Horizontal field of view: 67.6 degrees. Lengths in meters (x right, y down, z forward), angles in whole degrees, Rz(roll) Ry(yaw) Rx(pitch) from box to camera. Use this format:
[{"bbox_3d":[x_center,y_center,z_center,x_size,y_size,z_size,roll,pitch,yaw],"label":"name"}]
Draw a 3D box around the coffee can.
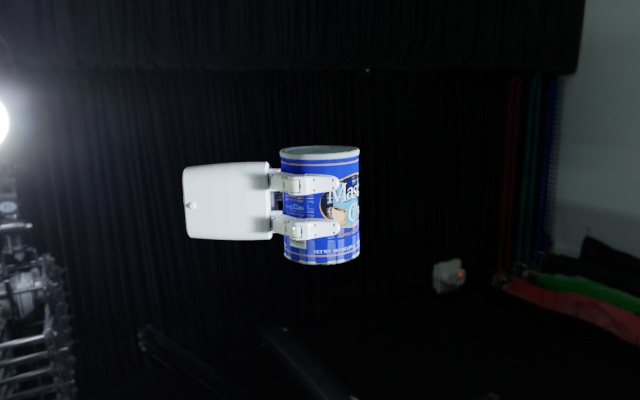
[{"bbox_3d":[0.000,0.002,0.632,0.103,0.140,0.102,-1,12,0],"label":"coffee can"}]
